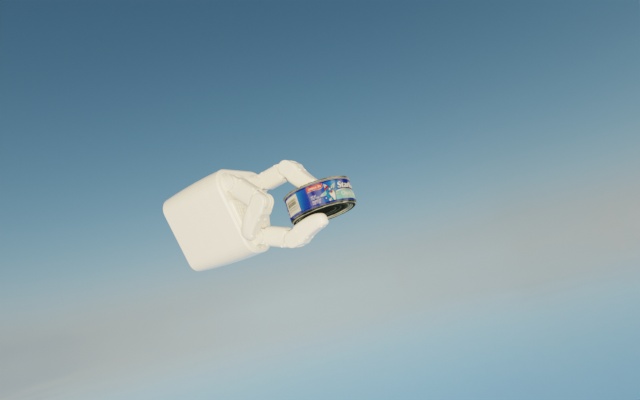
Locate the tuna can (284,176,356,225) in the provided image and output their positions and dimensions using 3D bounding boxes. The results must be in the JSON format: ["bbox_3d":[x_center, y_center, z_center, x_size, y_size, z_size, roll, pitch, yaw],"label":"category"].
[{"bbox_3d":[0.000,0.002,0.589,0.086,0.033,0.086,-17,-13,-4],"label":"tuna can"}]
